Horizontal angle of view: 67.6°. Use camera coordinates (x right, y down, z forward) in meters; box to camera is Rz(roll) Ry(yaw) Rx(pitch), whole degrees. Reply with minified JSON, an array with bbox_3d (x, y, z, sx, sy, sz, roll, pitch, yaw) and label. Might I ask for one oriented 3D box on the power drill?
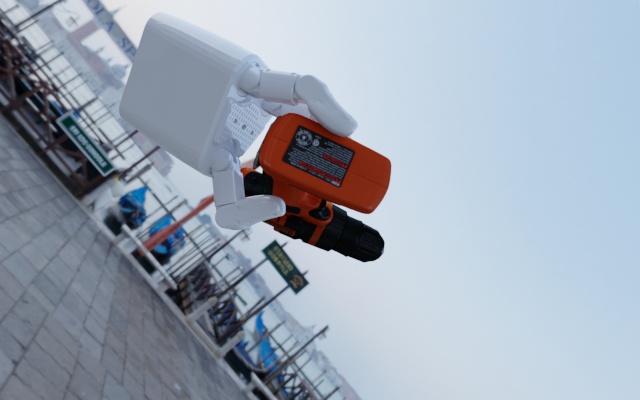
[{"bbox_3d":[0.000,0.001,0.458,0.184,0.057,0.188,23,-21,-6],"label":"power drill"}]
